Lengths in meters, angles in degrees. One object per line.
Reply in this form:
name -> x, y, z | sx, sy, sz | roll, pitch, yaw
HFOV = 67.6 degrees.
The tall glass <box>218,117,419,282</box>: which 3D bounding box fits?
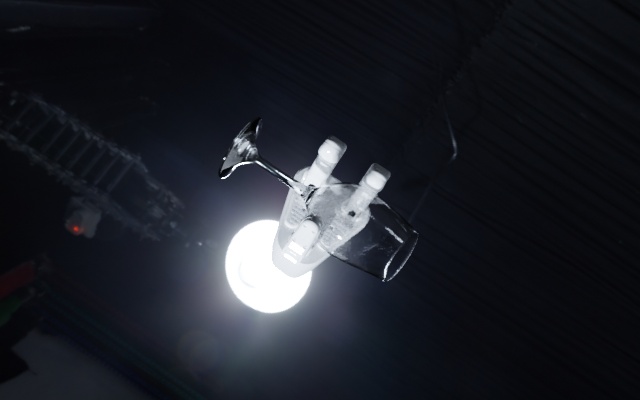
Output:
tall glass -> -0.001, 0.001, 0.487 | 0.201, 0.079, 0.079 | 34, 1, 1
